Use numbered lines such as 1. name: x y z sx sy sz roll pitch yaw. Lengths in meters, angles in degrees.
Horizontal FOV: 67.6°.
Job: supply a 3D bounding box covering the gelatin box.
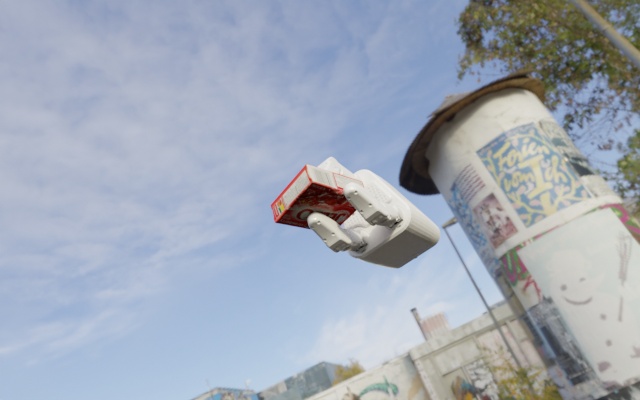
1. gelatin box: 0.000 0.001 0.545 0.089 0.030 0.073 15 -48 -38
